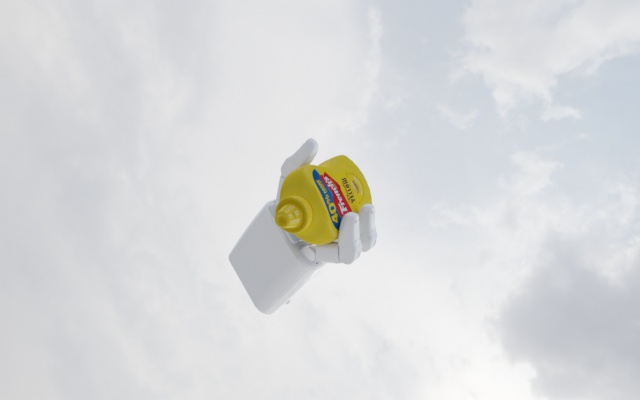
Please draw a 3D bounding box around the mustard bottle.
[{"bbox_3d":[0.000,0.002,0.580,0.058,0.096,0.191,-21,1,29],"label":"mustard bottle"}]
